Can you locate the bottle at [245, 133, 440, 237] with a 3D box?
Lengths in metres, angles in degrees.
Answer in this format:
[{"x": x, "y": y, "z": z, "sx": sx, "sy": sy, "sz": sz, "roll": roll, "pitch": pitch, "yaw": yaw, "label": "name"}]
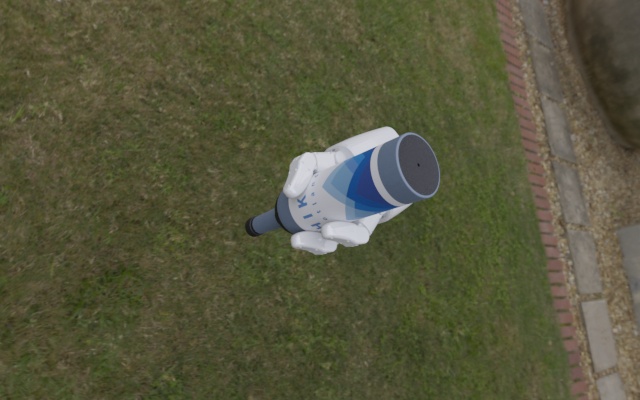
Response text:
[{"x": 0.000, "y": 0.002, "z": 0.566, "sx": 0.069, "sy": 0.069, "sz": 0.296, "roll": 0, "pitch": -14, "yaw": -42, "label": "bottle"}]
